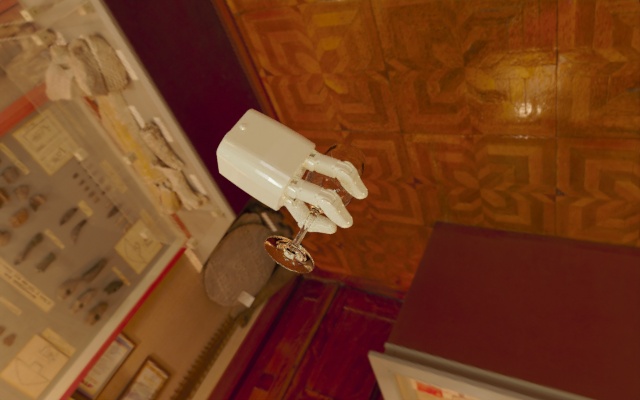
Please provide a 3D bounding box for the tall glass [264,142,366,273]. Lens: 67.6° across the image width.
[{"bbox_3d":[0.000,0.003,0.685,0.079,0.201,0.079,20,-36,16],"label":"tall glass"}]
